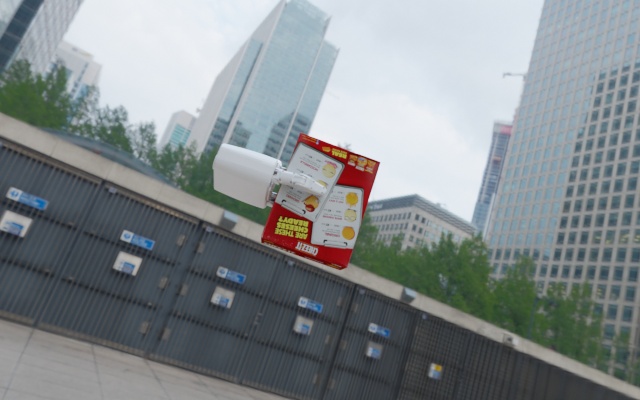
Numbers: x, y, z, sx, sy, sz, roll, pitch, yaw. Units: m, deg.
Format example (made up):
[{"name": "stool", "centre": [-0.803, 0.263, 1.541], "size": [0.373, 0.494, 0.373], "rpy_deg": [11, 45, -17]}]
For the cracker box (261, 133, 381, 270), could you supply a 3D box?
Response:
[{"name": "cracker box", "centre": [0.000, 0.003, 0.893], "size": [0.164, 0.213, 0.072], "rpy_deg": [20, -15, -3]}]
